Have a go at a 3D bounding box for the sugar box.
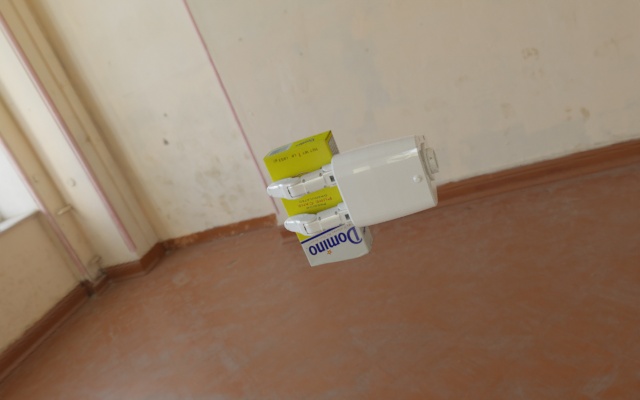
[{"bbox_3d":[0.000,0.002,0.652,0.093,0.176,0.048,-15,21,20],"label":"sugar box"}]
